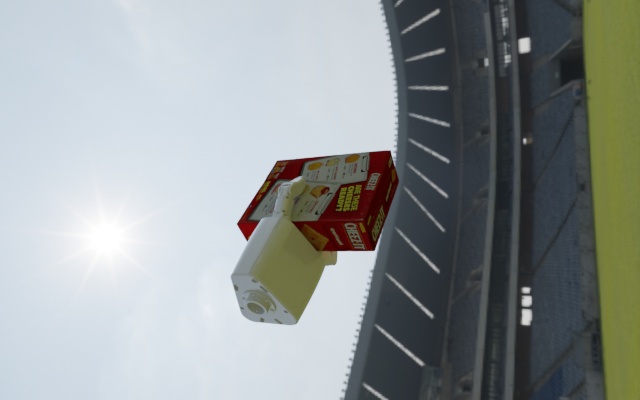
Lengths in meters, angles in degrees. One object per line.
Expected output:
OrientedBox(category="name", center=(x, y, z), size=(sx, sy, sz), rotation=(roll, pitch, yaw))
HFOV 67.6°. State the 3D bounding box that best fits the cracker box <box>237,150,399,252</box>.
OrientedBox(category="cracker box", center=(0.000, 0.002, 0.753), size=(0.213, 0.072, 0.164), rotation=(-2, 40, 28))
